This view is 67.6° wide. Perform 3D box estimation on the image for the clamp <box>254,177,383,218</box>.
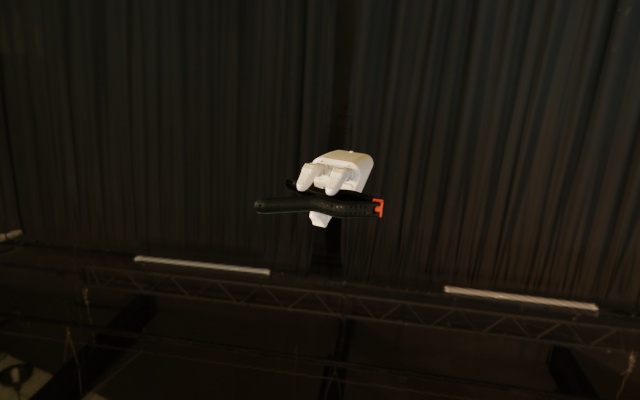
[{"bbox_3d":[0.001,0.003,0.825,0.210,0.036,0.164,10,21,20],"label":"clamp"}]
